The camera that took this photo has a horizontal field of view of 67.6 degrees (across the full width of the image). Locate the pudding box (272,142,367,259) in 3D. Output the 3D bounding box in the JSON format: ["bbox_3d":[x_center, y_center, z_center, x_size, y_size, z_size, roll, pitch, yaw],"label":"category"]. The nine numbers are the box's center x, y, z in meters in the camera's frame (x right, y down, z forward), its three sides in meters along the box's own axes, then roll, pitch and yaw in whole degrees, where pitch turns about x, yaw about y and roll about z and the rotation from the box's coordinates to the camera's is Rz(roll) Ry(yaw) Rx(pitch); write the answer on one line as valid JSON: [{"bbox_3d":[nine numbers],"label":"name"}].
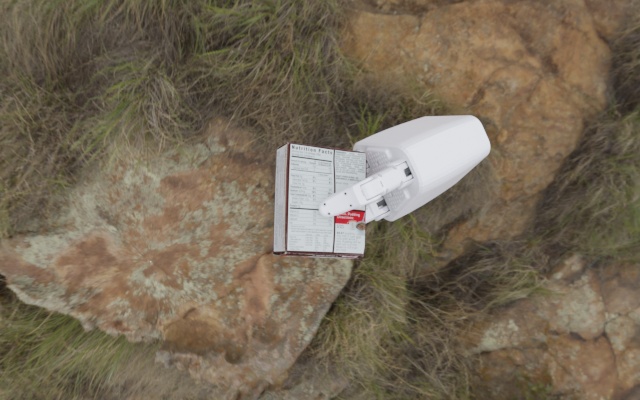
[{"bbox_3d":[0.000,0.002,0.486,0.090,0.113,0.039,5,-11,-23],"label":"pudding box"}]
